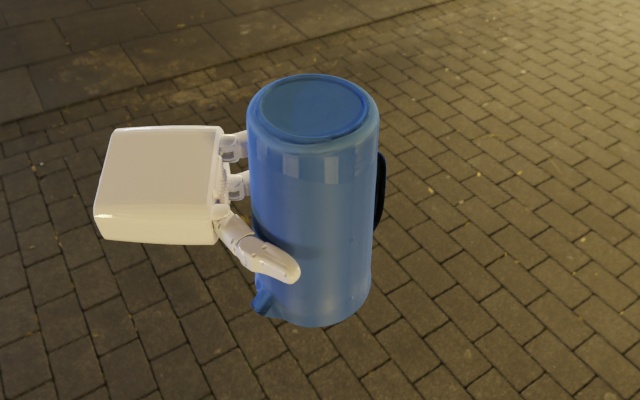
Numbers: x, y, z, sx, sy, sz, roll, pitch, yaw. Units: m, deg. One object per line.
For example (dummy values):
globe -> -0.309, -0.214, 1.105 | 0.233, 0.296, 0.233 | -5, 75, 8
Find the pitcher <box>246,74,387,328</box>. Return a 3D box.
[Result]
pitcher -> 0.000, 0.002, 0.471 | 0.145, 0.149, 0.243 | 3, -44, 1
